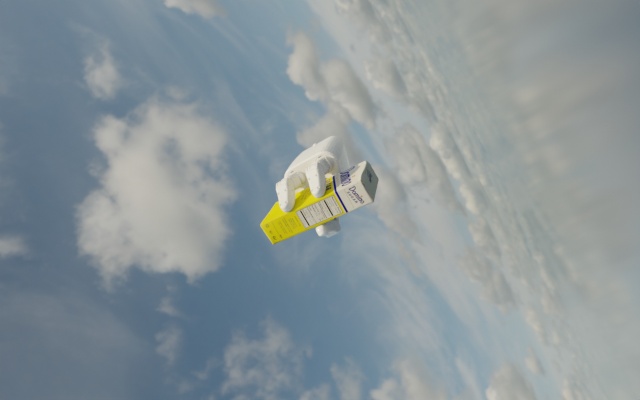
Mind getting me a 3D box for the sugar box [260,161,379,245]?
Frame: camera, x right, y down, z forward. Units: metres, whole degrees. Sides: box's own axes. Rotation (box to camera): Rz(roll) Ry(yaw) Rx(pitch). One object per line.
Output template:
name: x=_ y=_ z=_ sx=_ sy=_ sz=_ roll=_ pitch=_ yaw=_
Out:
sugar box: x=0.000 y=0.002 z=0.737 sx=0.176 sy=0.048 sz=0.093 roll=-27 pitch=16 yaw=21
